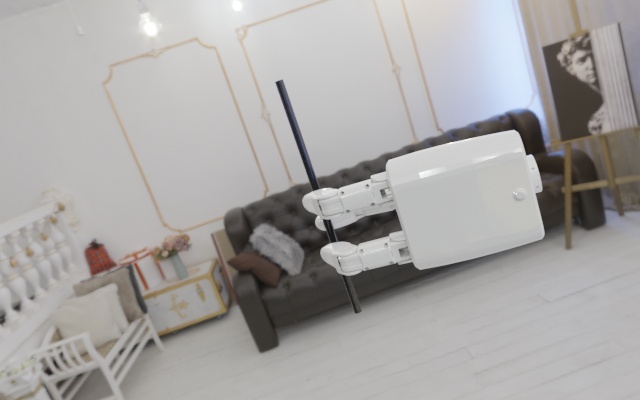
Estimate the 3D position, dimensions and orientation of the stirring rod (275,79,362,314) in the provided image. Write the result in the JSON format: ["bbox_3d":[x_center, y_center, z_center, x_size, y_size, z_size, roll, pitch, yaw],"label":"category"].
[{"bbox_3d":[0.000,0.002,0.462,0.011,0.239,0.011,-18,12,4],"label":"stirring rod"}]
